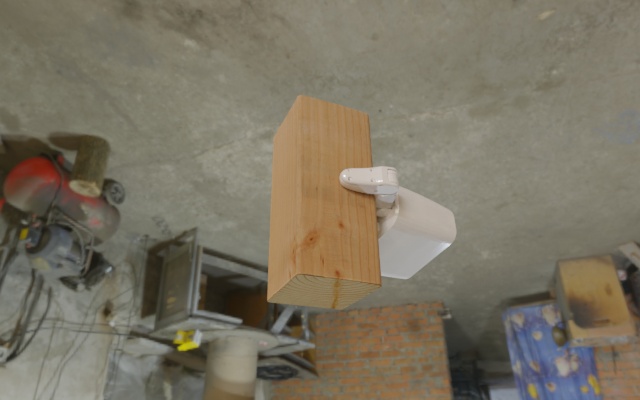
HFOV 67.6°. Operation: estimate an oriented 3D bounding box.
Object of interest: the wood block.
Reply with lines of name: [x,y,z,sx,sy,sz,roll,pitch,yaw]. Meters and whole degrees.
wood block: [0.001,0.002,0.519,0.090,0.206,0.091,11,-31,-22]
